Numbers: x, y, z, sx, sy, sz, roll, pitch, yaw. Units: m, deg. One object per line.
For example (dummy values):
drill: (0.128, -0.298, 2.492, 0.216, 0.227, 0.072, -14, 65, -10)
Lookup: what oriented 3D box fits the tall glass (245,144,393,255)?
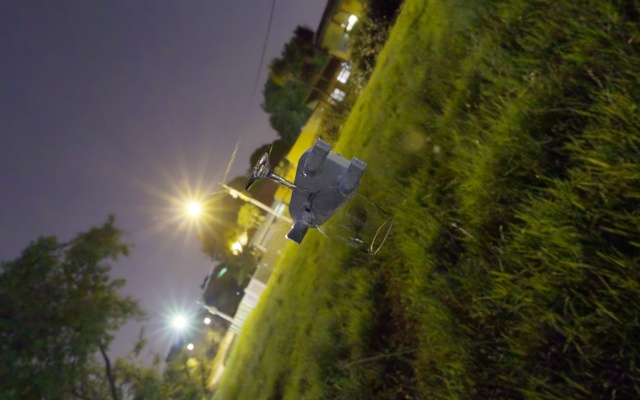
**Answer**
tall glass: (-0.001, 0.002, 0.668, 0.201, 0.079, 0.079, 29, -2, -3)
